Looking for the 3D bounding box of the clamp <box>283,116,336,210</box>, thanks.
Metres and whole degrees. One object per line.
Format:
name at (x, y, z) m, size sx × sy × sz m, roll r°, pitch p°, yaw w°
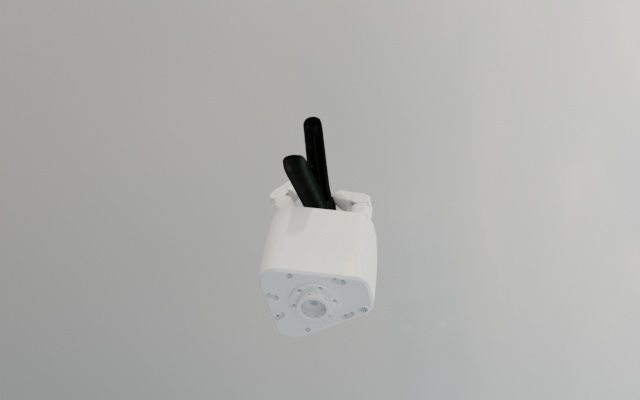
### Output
clamp at (0.001, 0.002, 0.612) m, size 0.036 × 0.210 × 0.164 m, roll -8°, pitch 31°, yaw 12°
